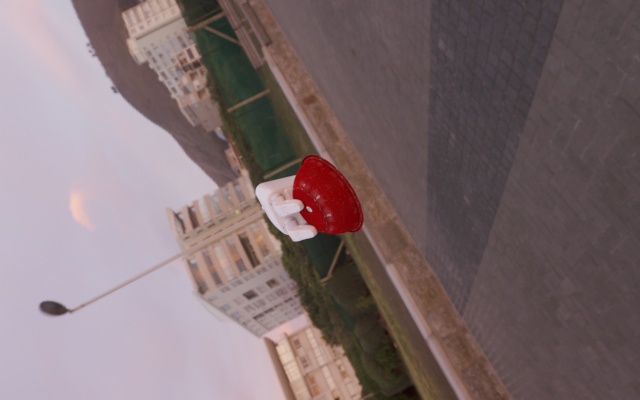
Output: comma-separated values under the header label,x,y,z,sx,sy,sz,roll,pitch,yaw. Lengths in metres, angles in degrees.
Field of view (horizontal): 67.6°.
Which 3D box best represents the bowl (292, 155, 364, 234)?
label,x,y,z,sx,sy,sz,roll,pitch,yaw
bowl,0.000,0.003,0.834,0.055,0.162,0.162,-36,16,-24
